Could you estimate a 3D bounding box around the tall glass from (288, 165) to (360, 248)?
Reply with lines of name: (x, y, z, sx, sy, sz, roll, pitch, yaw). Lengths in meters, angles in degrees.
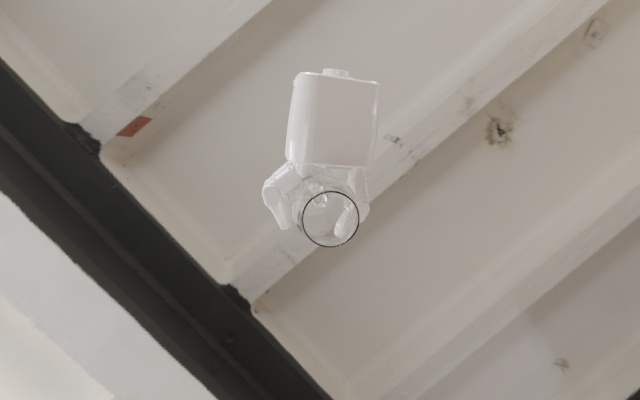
tall glass: (0.000, 0.002, 0.597, 0.079, 0.079, 0.201, 0, 11, -6)
